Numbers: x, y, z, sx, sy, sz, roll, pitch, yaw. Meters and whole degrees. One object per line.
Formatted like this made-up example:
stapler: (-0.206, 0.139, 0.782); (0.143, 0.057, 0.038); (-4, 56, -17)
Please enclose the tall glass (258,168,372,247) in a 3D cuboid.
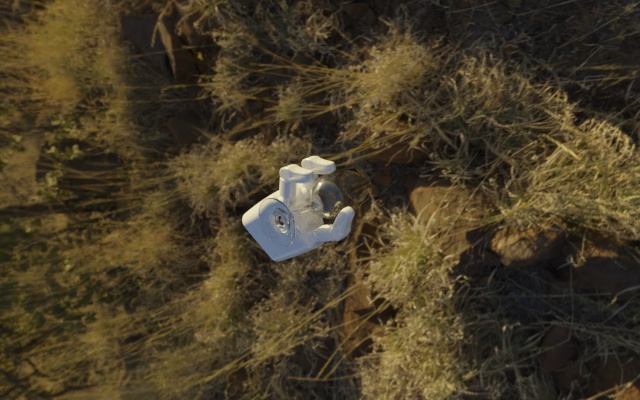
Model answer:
tall glass: (0.000, 0.003, 0.750); (0.079, 0.079, 0.201); (0, 17, 42)
